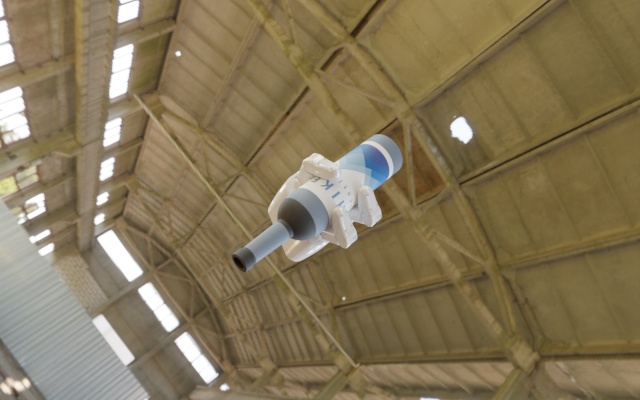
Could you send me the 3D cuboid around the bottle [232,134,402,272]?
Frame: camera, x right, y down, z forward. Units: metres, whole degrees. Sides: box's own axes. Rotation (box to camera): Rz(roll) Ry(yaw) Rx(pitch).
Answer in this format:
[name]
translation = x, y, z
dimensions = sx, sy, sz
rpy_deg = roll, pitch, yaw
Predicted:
[bottle]
translation = 0.000, 0.002, 0.660
dimensions = 0.295, 0.069, 0.069
rpy_deg = -37, 22, -32
